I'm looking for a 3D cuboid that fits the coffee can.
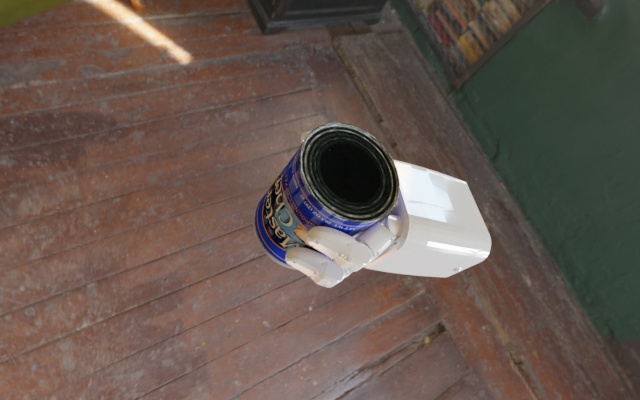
[{"bbox_3d":[0.000,0.002,0.489,0.103,0.102,0.140,0,-24,-26],"label":"coffee can"}]
